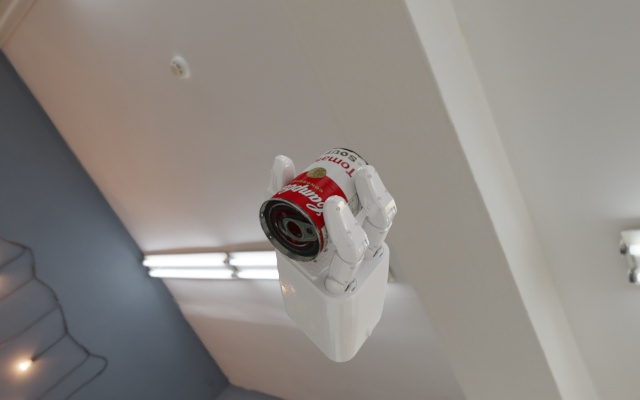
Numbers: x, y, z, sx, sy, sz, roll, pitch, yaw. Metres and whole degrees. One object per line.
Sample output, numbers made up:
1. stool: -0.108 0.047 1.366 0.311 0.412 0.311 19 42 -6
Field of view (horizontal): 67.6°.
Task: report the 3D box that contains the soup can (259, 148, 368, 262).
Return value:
1. soup can: 0.000 0.001 0.455 0.068 0.068 0.102 0 31 41
